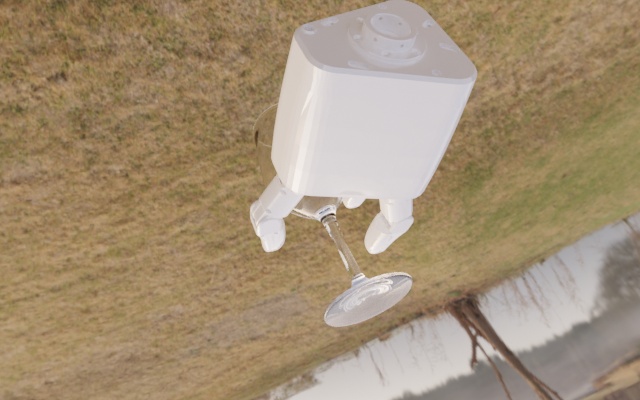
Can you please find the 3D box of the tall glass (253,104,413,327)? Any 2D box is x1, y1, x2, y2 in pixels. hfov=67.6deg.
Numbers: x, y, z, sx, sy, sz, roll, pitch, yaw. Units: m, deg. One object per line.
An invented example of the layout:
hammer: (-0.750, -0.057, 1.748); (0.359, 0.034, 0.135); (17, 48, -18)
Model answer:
tall glass: (0.000, 0.002, 0.416); (0.079, 0.201, 0.079); (-18, -33, -13)
